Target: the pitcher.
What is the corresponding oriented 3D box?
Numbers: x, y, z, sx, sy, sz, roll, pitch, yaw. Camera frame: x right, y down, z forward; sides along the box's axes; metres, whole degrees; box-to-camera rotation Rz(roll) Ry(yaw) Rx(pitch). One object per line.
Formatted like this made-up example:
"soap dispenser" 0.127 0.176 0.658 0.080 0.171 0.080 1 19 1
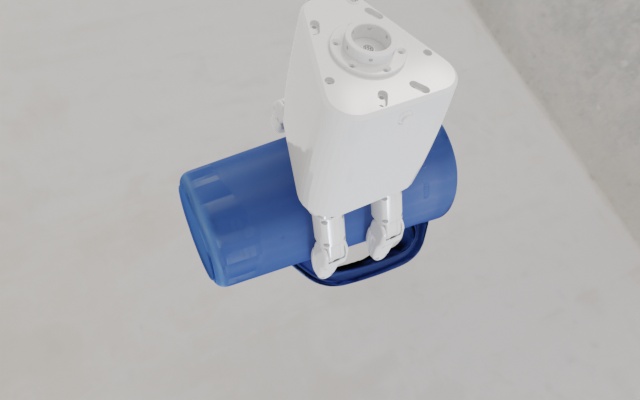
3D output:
"pitcher" 0.000 0.001 0.462 0.243 0.149 0.145 -19 -25 -20
